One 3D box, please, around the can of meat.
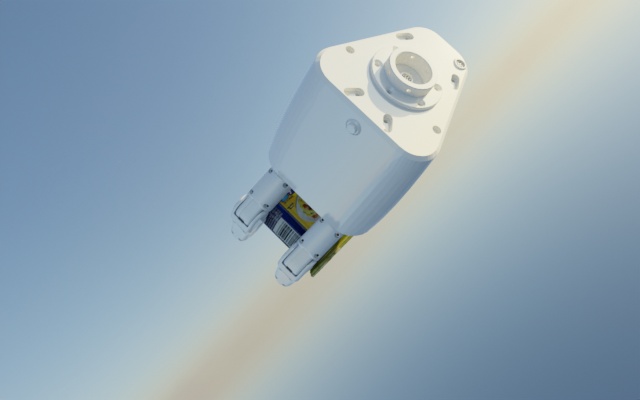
[{"bbox_3d":[0.000,0.001,0.422,0.102,0.084,0.057,-43,-6,-29],"label":"can of meat"}]
